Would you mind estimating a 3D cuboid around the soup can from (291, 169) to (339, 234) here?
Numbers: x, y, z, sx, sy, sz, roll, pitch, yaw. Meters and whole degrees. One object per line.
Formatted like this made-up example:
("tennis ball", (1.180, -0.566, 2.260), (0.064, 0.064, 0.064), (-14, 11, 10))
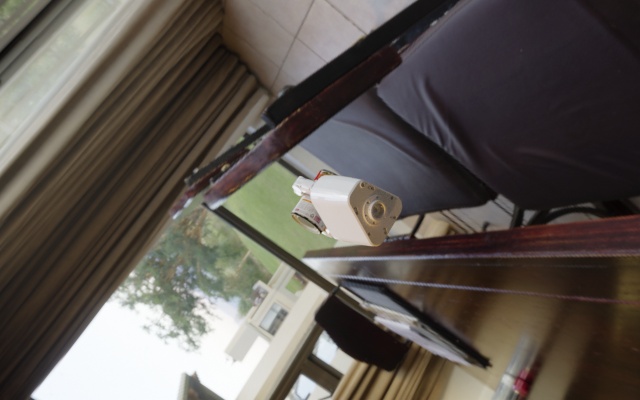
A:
("soup can", (0.000, 0.003, 0.878), (0.068, 0.102, 0.068), (31, -16, 10))
